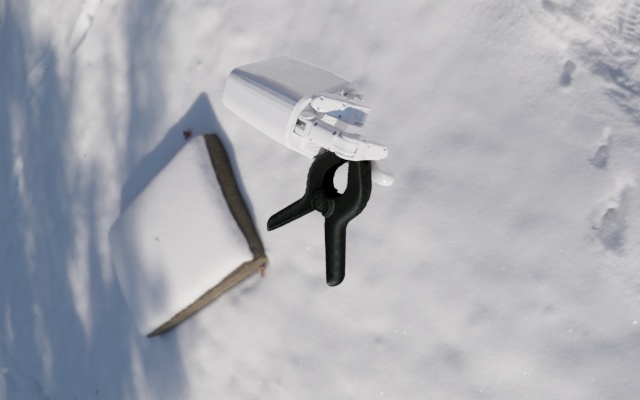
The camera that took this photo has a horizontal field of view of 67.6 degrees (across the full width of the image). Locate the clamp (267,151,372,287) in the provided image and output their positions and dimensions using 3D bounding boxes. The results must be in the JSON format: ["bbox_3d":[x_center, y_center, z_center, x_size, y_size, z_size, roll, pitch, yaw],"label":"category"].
[{"bbox_3d":[0.000,0.002,0.546,0.120,0.171,0.039,28,22,21],"label":"clamp"}]
